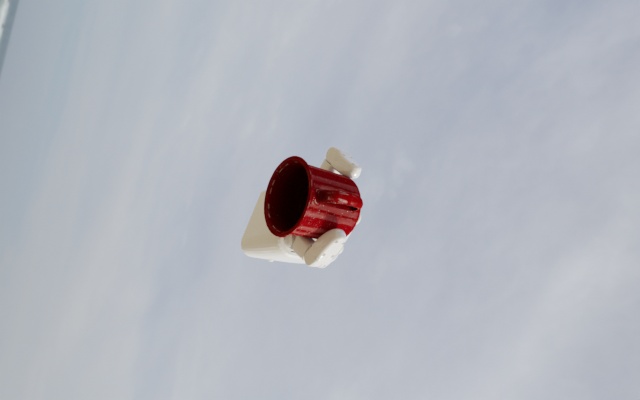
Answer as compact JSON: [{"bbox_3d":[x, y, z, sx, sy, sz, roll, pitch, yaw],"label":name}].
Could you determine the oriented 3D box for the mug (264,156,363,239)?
[{"bbox_3d":[0.001,0.002,0.546,0.081,0.093,0.117,14,-14,-36],"label":"mug"}]
